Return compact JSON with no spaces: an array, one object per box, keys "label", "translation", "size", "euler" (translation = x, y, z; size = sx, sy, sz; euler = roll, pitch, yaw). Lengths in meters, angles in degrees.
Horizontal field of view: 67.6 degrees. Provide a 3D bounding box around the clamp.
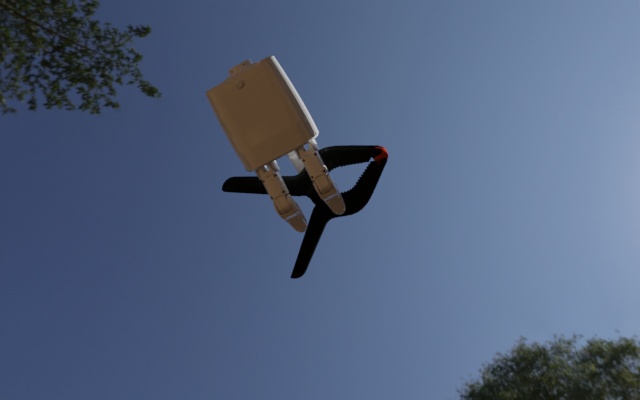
[{"label":"clamp","translation":[0.000,0.001,0.620],"size":[0.210,0.164,0.036],"euler":[-26,17,11]}]
